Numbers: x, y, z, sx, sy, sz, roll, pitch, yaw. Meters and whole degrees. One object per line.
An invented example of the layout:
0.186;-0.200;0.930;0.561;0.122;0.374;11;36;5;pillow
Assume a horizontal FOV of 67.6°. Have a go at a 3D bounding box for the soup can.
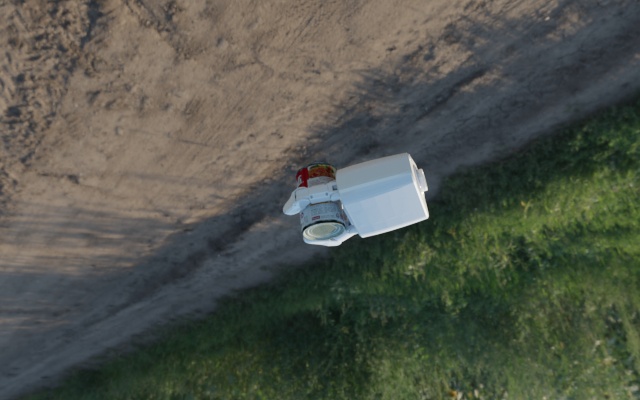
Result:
0.000;0.003;0.730;0.068;0.102;0.068;-6;-28;-3;soup can
